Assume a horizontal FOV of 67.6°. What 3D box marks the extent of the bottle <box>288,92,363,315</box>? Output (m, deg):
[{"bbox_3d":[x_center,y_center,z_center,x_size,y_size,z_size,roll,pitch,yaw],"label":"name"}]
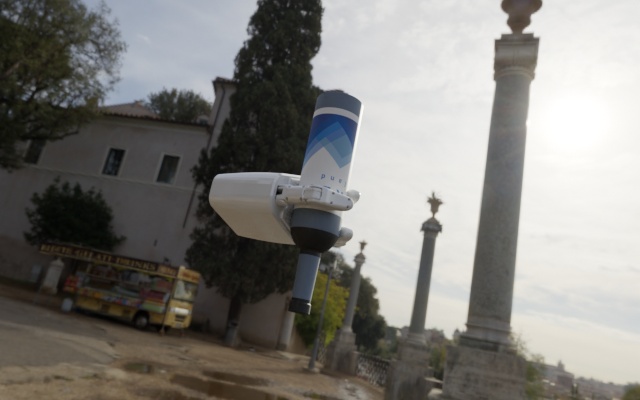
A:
[{"bbox_3d":[0.000,0.002,0.637,0.069,0.295,0.069,11,-15,3],"label":"bottle"}]
